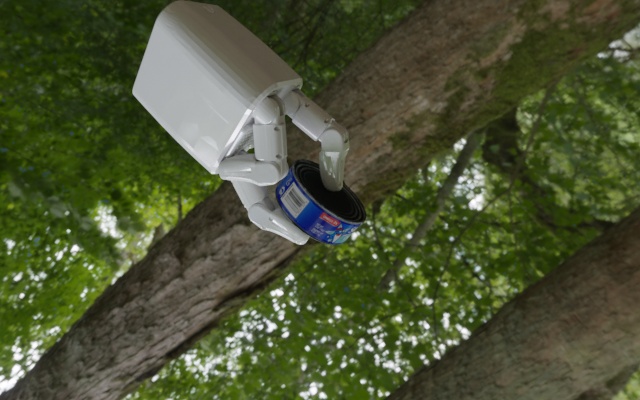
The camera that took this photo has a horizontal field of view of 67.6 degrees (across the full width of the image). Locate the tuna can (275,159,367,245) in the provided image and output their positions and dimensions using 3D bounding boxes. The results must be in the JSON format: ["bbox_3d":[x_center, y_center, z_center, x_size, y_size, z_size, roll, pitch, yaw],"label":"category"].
[{"bbox_3d":[0.000,0.002,0.453,0.086,0.034,0.086,33,23,-16],"label":"tuna can"}]
